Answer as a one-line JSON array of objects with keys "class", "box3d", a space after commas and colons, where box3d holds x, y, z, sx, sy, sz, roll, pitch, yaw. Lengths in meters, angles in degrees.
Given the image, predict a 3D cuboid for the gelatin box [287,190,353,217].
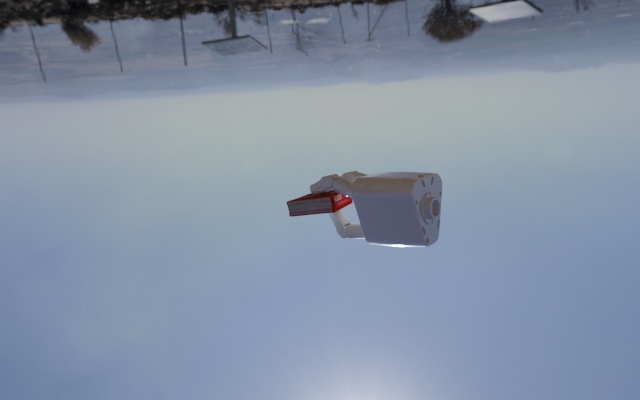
[{"class": "gelatin box", "box3d": [0.000, 0.003, 0.805, 0.089, 0.030, 0.073, -8, 7, 30]}]
